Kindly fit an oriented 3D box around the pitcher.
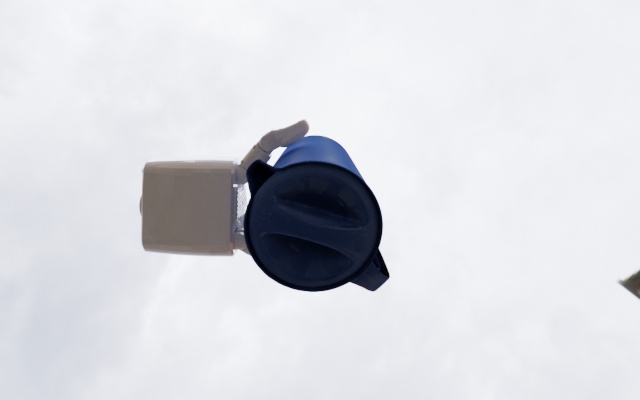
[{"bbox_3d":[0.000,0.002,0.563,0.145,0.149,0.242,-2,17,1],"label":"pitcher"}]
